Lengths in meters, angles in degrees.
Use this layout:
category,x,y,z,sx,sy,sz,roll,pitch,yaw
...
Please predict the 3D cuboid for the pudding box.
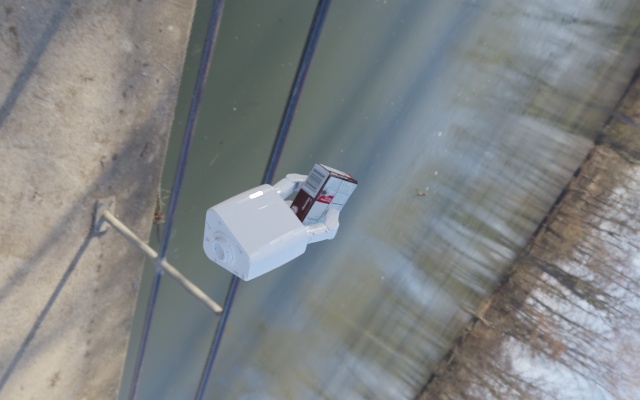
category,x,y,z,sx,sy,sz,roll,pitch,yaw
pudding box,0.000,0.003,0.765,0.039,0.113,0.090,40,15,30
